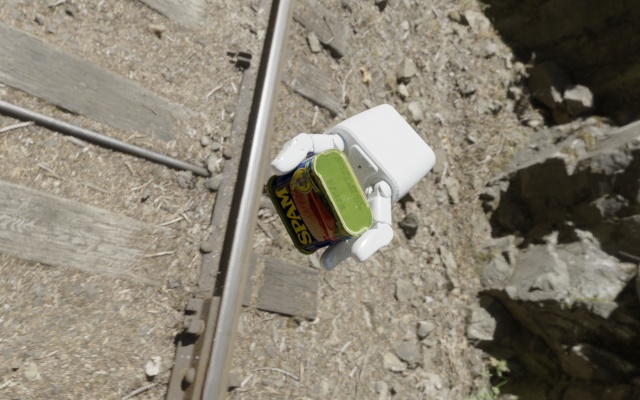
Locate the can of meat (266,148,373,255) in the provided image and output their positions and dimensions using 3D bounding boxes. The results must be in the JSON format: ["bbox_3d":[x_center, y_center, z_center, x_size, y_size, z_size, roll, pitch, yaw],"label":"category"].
[{"bbox_3d":[0.000,0.002,0.528,0.084,0.102,0.057,-23,5,46],"label":"can of meat"}]
